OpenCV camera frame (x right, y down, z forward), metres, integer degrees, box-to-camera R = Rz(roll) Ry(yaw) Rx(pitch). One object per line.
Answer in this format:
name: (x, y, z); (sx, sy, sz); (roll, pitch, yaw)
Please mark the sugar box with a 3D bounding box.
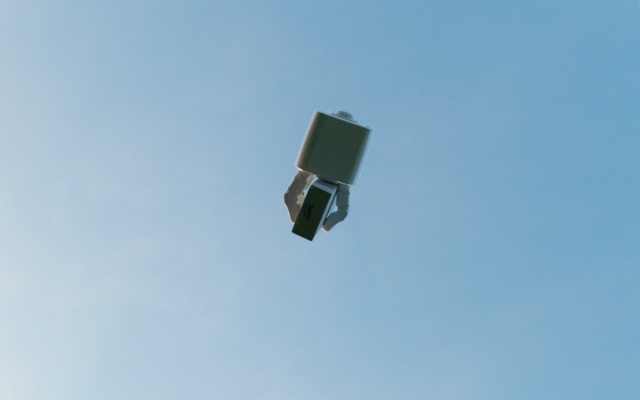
sugar box: (0.000, 0.002, 0.866); (0.048, 0.093, 0.176); (25, 15, 7)
